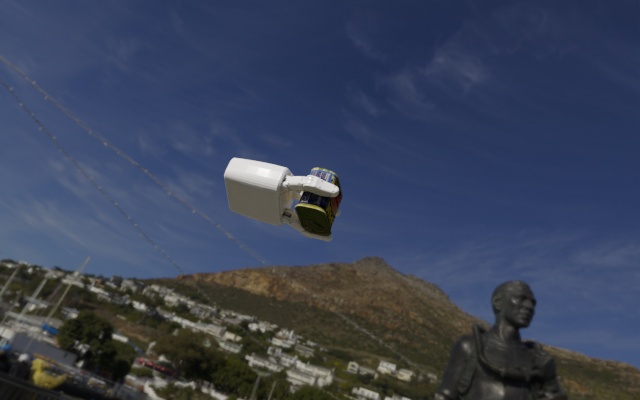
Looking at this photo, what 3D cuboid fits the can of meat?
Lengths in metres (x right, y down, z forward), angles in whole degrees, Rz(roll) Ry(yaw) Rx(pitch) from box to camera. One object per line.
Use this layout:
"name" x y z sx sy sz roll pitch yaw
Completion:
"can of meat" 0.000 0.002 0.858 0.057 0.084 0.102 12 -28 16
